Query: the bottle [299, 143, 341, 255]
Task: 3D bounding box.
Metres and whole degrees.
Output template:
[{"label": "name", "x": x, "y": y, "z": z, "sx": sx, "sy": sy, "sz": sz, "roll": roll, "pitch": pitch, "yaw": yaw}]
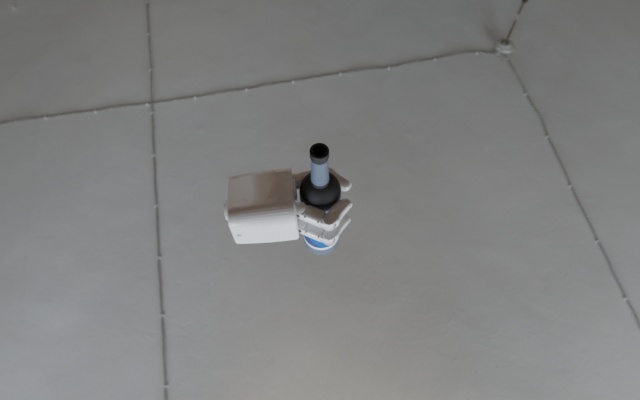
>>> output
[{"label": "bottle", "x": 0.000, "y": 0.003, "z": 0.788, "sx": 0.069, "sy": 0.069, "sz": 0.296, "roll": 0, "pitch": -29, "yaw": 1}]
